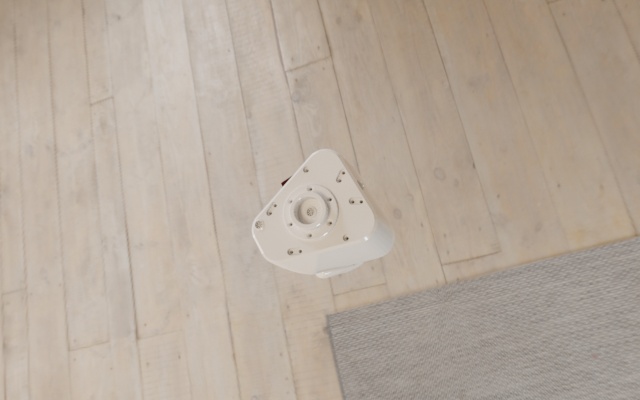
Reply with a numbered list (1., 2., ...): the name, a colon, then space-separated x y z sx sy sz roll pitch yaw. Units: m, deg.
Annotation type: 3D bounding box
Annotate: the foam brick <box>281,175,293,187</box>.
1. foam brick: 0.000 0.002 0.548 0.053 0.078 0.051 -33 -18 7
